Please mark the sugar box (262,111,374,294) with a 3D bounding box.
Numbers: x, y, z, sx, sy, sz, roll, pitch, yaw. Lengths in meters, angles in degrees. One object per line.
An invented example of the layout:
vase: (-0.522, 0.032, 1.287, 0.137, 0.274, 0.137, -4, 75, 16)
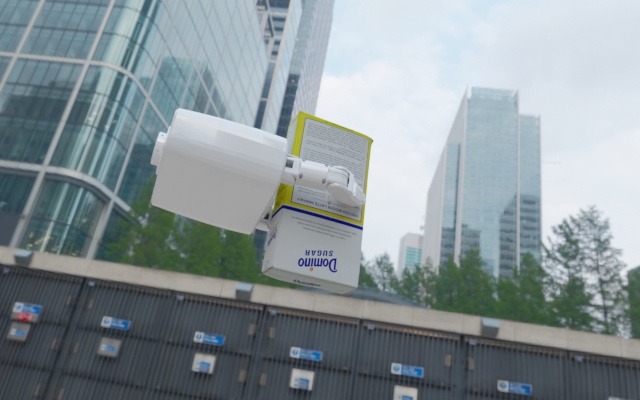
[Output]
sugar box: (0.000, 0.002, 0.505, 0.093, 0.176, 0.048, 17, -23, -17)
